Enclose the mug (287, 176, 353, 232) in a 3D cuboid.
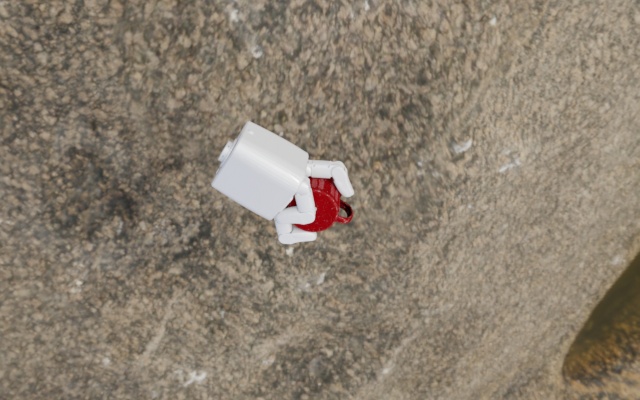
[{"bbox_3d":[0.001,0.003,0.765,0.117,0.093,0.081,29,29,-14],"label":"mug"}]
